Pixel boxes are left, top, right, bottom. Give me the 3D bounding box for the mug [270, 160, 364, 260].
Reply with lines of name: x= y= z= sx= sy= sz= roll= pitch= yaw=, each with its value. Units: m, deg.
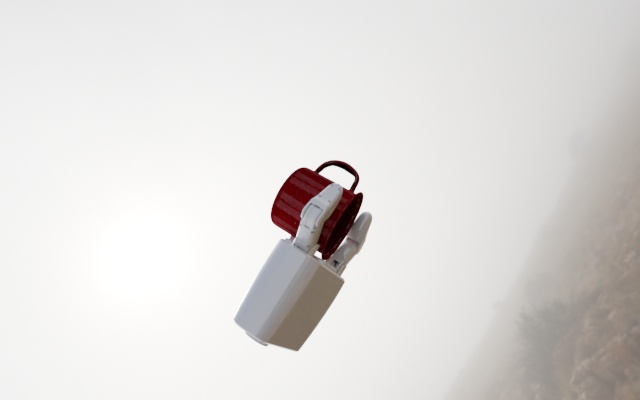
mug: x=0.001 y=0.001 z=0.577 sx=0.081 sy=0.117 sz=0.093 roll=30 pitch=-9 yaw=15
